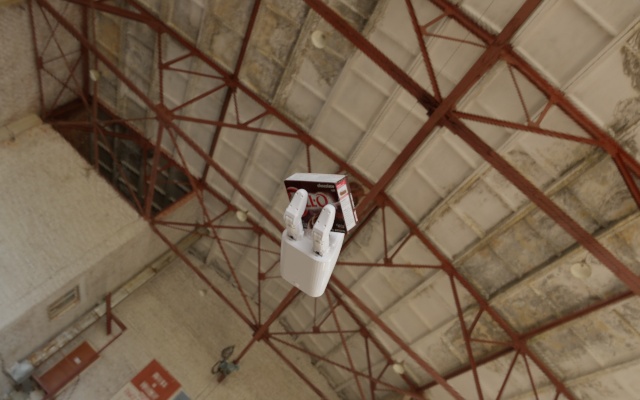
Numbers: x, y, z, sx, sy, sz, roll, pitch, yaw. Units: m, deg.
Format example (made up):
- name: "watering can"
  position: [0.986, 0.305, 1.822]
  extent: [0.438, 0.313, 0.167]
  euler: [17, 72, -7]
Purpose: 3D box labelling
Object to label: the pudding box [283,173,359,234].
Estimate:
- name: "pudding box"
  position: [0.000, 0.003, 0.777]
  extent: [0.113, 0.090, 0.039]
  euler: [3, 29, 38]
